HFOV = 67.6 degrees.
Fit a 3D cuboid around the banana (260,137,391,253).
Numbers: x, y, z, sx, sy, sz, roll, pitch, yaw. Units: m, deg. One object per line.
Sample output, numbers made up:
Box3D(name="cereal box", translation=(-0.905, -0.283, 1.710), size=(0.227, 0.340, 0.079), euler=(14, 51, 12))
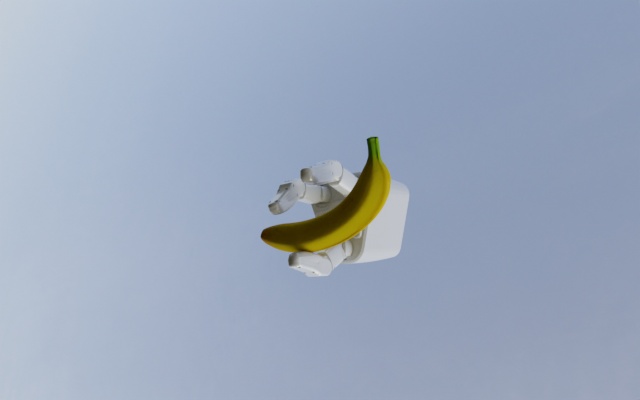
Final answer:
Box3D(name="banana", translation=(0.011, 0.016, 0.519), size=(0.198, 0.069, 0.037), euler=(-39, -21, 32))
